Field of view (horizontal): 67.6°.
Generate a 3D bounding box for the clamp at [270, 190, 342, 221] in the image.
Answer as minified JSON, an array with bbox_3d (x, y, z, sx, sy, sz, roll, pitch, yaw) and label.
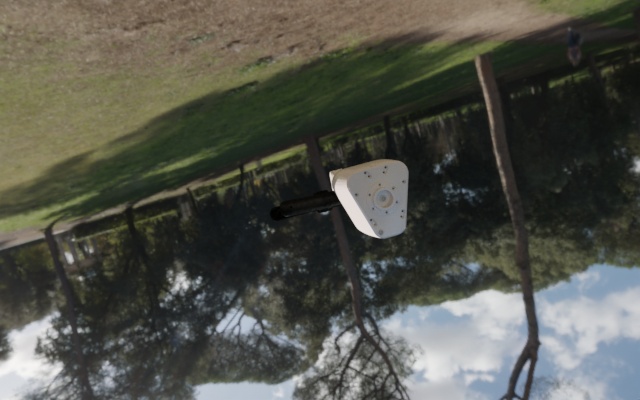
[{"bbox_3d":[0.000,0.003,0.790,0.171,0.039,0.120,-16,3,-6],"label":"clamp"}]
